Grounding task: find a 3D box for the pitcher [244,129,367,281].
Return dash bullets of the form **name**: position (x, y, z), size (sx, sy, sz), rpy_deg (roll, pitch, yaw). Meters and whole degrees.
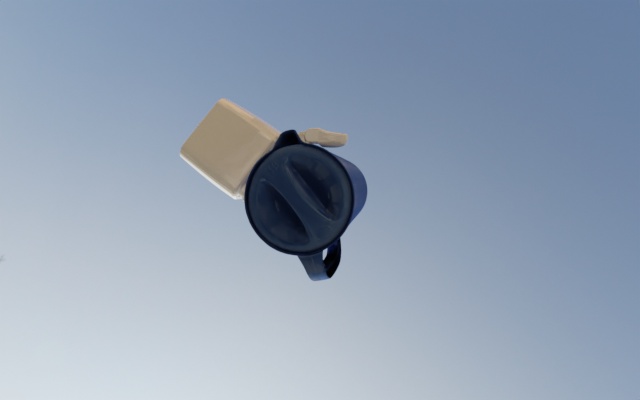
- **pitcher**: position (0.000, 0.002, 0.665), size (0.145, 0.149, 0.243), rpy_deg (33, 10, 9)
